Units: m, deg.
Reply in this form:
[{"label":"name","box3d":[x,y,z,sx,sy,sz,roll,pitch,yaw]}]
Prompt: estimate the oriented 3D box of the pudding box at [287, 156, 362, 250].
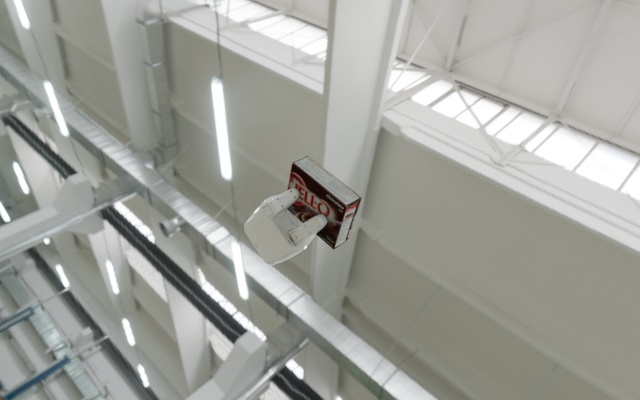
[{"label":"pudding box","box3d":[0.000,0.002,0.699,0.113,0.090,0.039,38,48,24]}]
